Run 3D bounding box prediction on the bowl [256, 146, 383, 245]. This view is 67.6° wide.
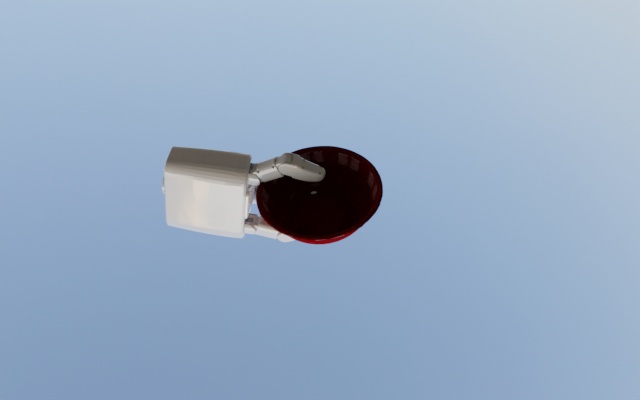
[{"bbox_3d":[0.001,0.003,0.622,0.162,0.162,0.055,0,-41,7],"label":"bowl"}]
